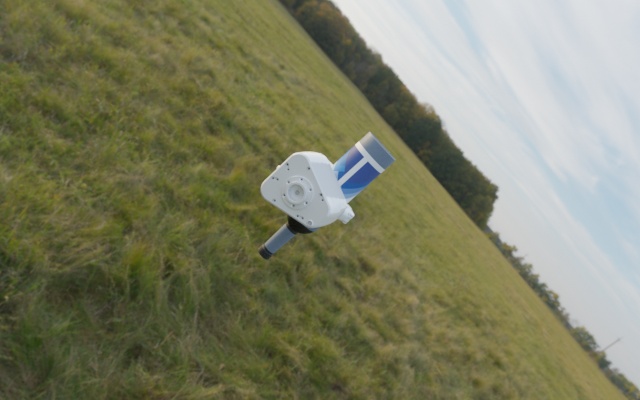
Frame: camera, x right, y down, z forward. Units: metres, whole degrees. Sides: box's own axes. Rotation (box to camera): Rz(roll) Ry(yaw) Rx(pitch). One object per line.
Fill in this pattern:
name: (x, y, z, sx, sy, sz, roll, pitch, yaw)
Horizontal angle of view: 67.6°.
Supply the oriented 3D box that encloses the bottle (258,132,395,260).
bottle: (0.000, 0.003, 0.849, 0.296, 0.069, 0.069, -42, -11, 13)
